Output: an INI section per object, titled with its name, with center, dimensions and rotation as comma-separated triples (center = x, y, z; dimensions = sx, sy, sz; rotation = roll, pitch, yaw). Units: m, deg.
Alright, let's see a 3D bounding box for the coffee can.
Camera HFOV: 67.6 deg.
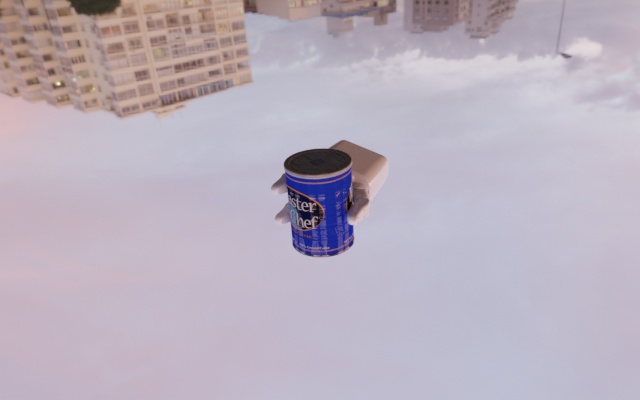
[coffee can]
center = 0.000, 0.002, 0.744
dimensions = 0.103, 0.140, 0.102
rotation = -3, 27, 2
